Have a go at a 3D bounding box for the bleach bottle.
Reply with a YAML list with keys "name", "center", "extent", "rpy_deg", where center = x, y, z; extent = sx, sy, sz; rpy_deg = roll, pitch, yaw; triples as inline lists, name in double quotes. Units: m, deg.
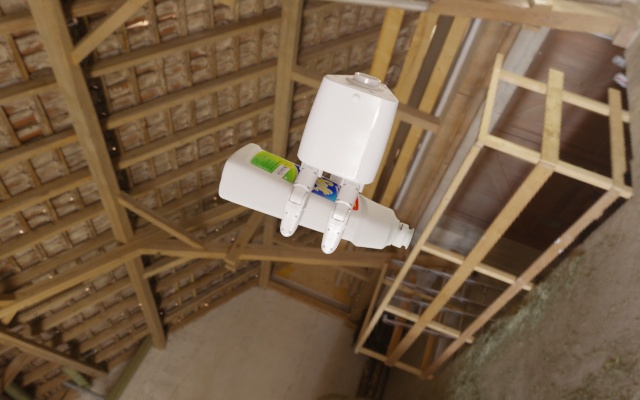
- name: "bleach bottle"
  center: [0.000, 0.002, 0.632]
  extent: [0.251, 0.068, 0.102]
  rpy_deg: [21, 23, 6]
